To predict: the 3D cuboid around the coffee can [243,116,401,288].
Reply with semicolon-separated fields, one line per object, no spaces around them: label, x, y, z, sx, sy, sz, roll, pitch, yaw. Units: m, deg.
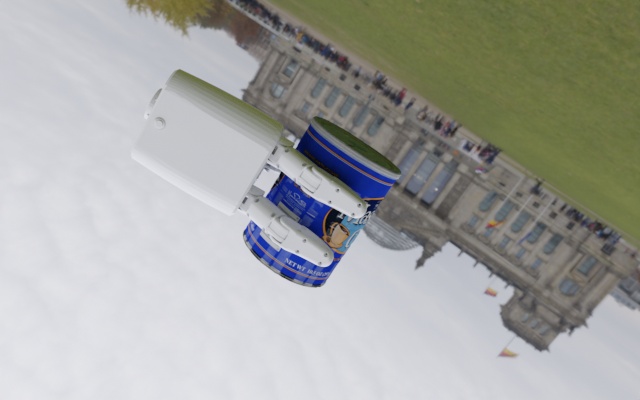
coffee can;0.000;0.002;0.484;0.103;0.140;0.102;31;15;-9
